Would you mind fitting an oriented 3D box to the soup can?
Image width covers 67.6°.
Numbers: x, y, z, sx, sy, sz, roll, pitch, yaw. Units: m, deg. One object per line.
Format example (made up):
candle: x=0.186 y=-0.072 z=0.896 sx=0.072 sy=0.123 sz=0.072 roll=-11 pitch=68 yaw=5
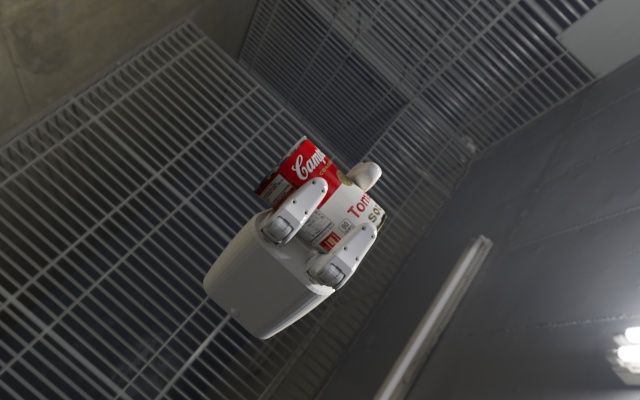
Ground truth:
soup can: x=0.001 y=0.001 z=0.429 sx=0.102 sy=0.068 sz=0.068 roll=43 pitch=-4 yaw=-4
